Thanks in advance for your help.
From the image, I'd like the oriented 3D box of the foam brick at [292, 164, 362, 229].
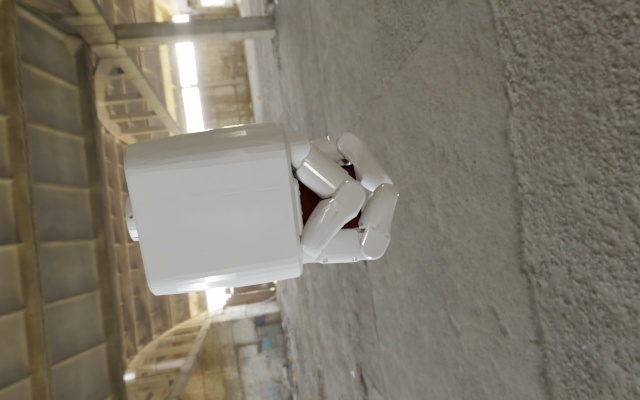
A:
[{"bbox_3d":[0.000,0.001,0.409,0.051,0.053,0.078,-9,-3,-9],"label":"foam brick"}]
